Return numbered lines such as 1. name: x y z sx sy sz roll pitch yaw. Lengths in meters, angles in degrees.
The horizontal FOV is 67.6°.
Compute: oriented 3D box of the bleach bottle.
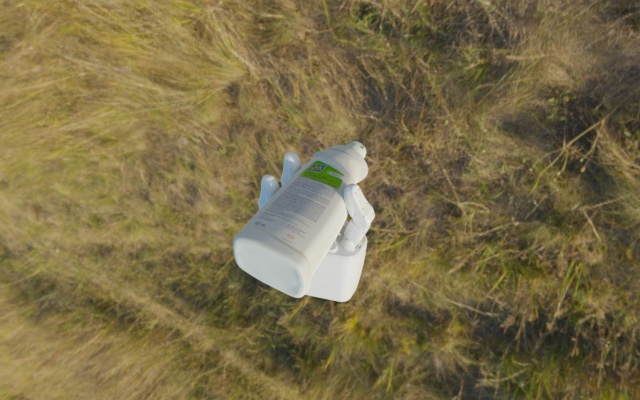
1. bleach bottle: 0.000 0.002 0.611 0.102 0.068 0.250 24 47 18
